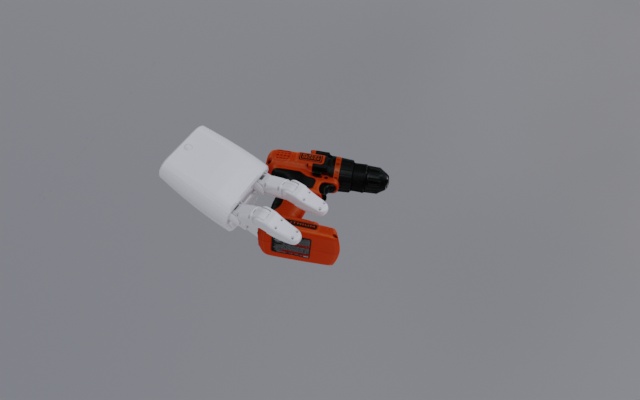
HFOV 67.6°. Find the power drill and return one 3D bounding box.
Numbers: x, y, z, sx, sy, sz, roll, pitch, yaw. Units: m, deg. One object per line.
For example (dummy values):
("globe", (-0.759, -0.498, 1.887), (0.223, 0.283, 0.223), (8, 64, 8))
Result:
("power drill", (0.000, 0.002, 0.660), (0.184, 0.057, 0.187), (8, 39, 4))
